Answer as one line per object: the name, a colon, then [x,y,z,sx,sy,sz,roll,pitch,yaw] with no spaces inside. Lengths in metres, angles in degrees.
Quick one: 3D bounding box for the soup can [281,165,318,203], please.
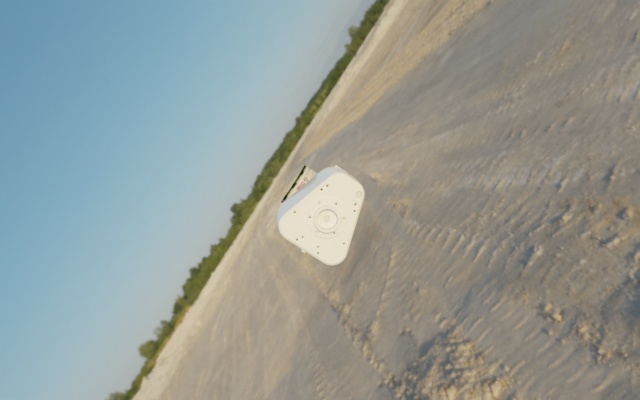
soup can: [0.000,0.002,0.713,0.102,0.068,0.068,33,-4,-6]
